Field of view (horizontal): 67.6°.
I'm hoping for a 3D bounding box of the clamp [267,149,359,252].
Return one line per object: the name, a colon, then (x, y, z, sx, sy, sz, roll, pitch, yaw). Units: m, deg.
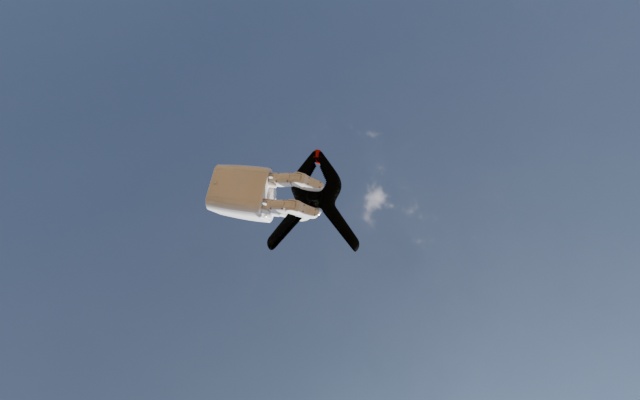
clamp: (0.000, 0.003, 0.889, 0.164, 0.210, 0.036, 7, -25, 7)
